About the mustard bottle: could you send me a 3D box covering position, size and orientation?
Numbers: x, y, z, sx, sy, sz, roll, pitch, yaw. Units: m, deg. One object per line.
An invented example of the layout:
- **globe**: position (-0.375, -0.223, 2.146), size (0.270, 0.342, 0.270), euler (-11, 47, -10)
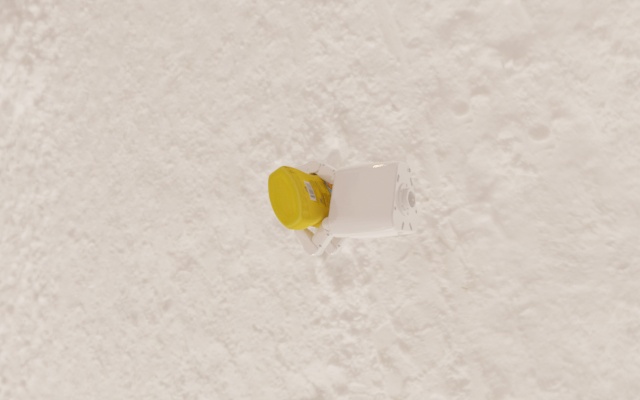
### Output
- **mustard bottle**: position (0.000, 0.003, 0.776), size (0.058, 0.096, 0.191), euler (-34, -23, 28)
